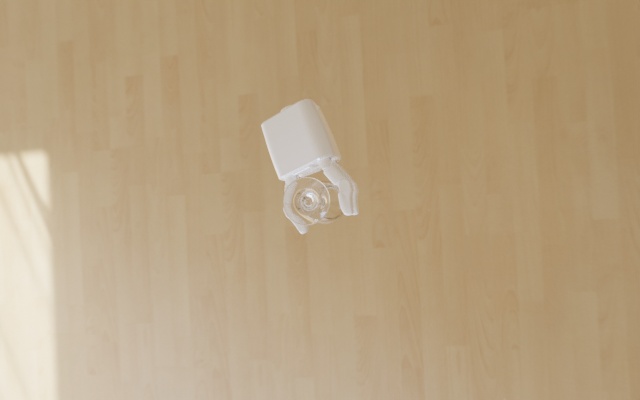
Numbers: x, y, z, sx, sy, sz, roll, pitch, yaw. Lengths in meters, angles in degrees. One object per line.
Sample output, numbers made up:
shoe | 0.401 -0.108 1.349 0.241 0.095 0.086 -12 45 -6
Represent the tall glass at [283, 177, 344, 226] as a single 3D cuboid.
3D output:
tall glass | 0.000 0.003 0.823 0.079 0.079 0.201 0 -1 13
